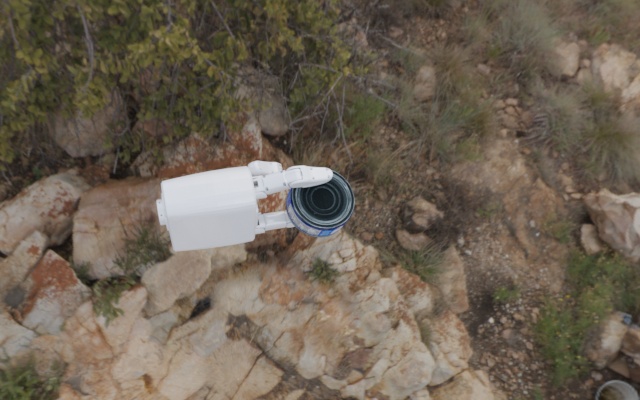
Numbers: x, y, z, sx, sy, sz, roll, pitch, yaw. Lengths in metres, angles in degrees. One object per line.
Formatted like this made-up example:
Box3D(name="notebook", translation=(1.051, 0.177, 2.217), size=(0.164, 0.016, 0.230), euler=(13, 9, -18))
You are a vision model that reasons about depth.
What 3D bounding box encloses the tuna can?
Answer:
Box3D(name="tuna can", translation=(0.000, 0.002, 0.615), size=(0.086, 0.086, 0.034), euler=(0, -21, -16))
